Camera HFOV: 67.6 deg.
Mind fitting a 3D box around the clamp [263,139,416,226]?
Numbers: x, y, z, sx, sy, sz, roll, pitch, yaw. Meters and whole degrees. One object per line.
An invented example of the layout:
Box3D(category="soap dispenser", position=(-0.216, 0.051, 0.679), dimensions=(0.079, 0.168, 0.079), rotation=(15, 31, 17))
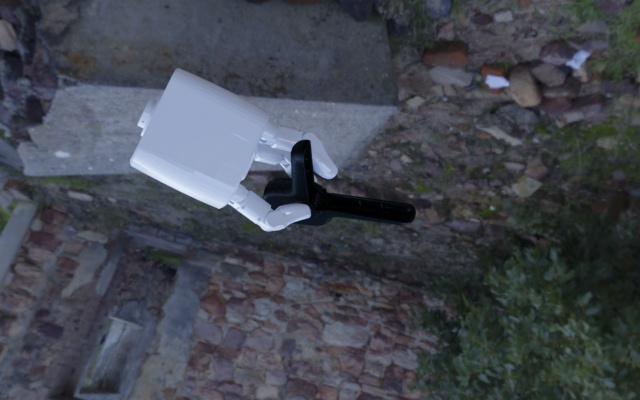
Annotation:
Box3D(category="clamp", position=(-0.001, 0.003, 0.577), dimensions=(0.164, 0.036, 0.210), rotation=(28, -24, -20))
